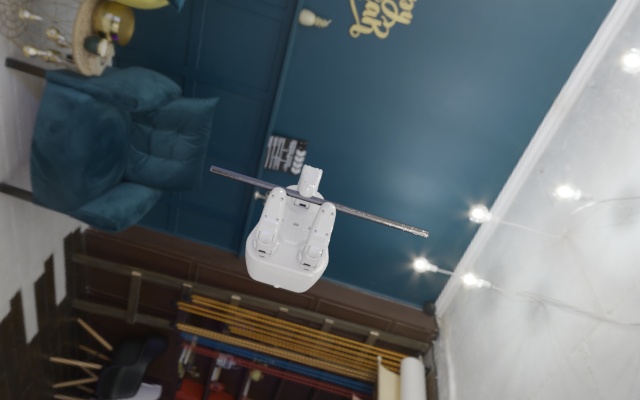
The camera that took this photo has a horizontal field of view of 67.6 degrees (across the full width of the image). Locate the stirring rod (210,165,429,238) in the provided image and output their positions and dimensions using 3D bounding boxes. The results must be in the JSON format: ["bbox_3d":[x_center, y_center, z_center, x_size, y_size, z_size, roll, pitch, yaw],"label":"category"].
[{"bbox_3d":[0.000,0.002,0.508,0.239,0.011,0.011,17,-1,-3],"label":"stirring rod"}]
